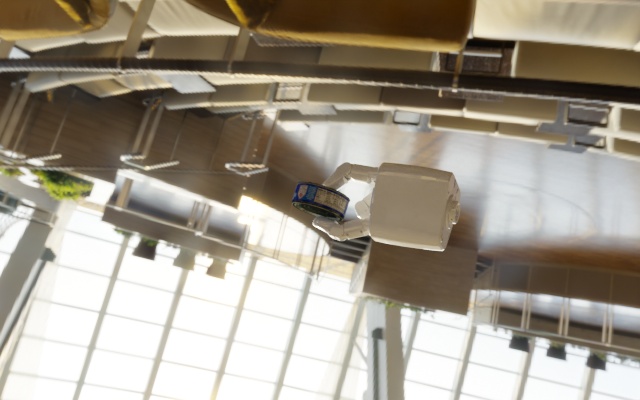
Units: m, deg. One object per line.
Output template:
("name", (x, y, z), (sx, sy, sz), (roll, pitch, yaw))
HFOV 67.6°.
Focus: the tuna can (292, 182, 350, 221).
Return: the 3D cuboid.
("tuna can", (0.000, 0.003, 0.731), (0.086, 0.033, 0.086), (17, -12, 4))
